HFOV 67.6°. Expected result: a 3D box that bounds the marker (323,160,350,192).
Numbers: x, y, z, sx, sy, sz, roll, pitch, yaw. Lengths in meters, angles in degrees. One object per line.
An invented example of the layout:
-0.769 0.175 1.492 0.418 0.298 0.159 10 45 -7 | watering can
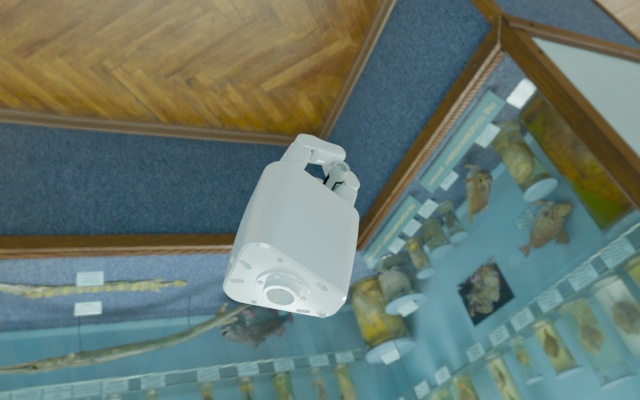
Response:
0.000 0.002 0.551 0.020 0.020 0.121 0 -39 -30 | marker
